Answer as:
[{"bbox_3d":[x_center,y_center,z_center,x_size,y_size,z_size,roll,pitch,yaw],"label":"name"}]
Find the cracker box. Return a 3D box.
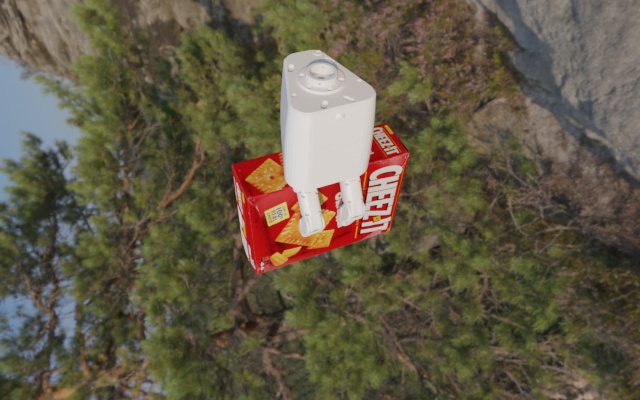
[{"bbox_3d":[0.000,0.002,0.636,0.213,0.072,0.164,-16,-38,-17],"label":"cracker box"}]
